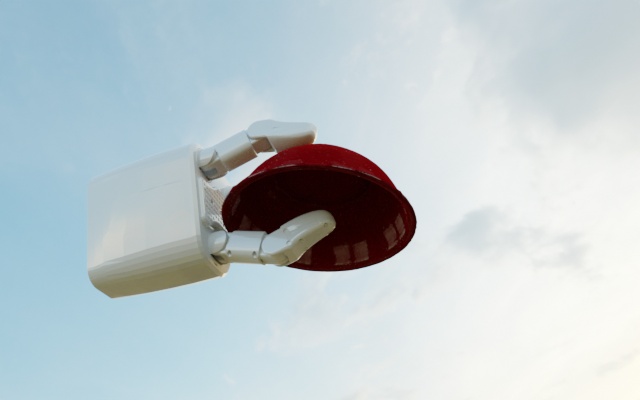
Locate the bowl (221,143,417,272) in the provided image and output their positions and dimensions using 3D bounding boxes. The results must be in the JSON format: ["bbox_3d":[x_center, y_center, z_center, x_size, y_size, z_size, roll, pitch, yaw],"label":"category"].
[{"bbox_3d":[0.001,0.001,0.412,0.162,0.055,0.162,3,-35,2],"label":"bowl"}]
